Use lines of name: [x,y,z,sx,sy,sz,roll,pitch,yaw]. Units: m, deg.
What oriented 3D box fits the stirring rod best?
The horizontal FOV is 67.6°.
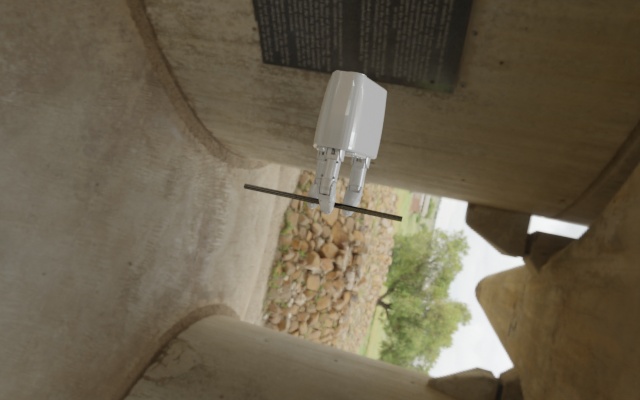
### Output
stirring rod: [0.000,0.002,0.698,0.239,0.011,0.011,12,3,13]
